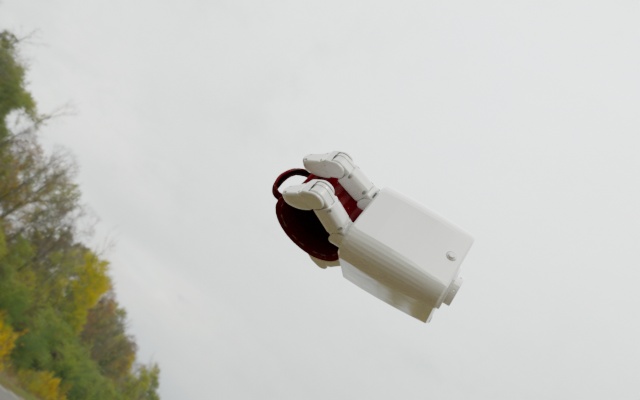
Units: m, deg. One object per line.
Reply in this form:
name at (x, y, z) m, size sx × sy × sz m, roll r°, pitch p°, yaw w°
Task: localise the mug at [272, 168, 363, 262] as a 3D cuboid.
mug at (-0.001, 0.001, 0.544) m, size 0.117 × 0.093 × 0.081 m, roll 31°, pitch 55°, yaw 18°
